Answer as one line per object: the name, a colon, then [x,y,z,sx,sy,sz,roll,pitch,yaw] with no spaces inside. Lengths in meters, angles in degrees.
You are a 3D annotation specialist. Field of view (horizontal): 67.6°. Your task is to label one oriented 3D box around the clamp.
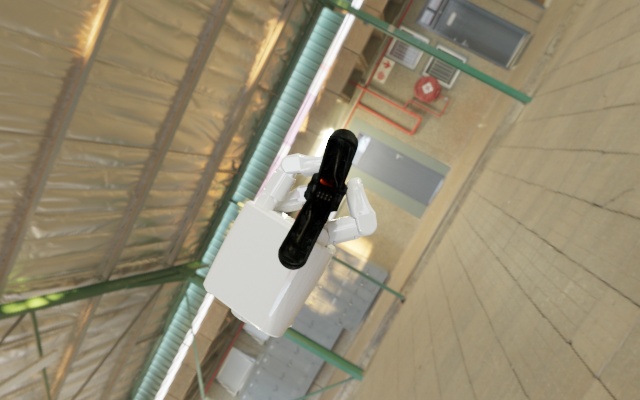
clamp: [0.000,0.001,0.445,0.039,0.120,0.171,30,0,5]
